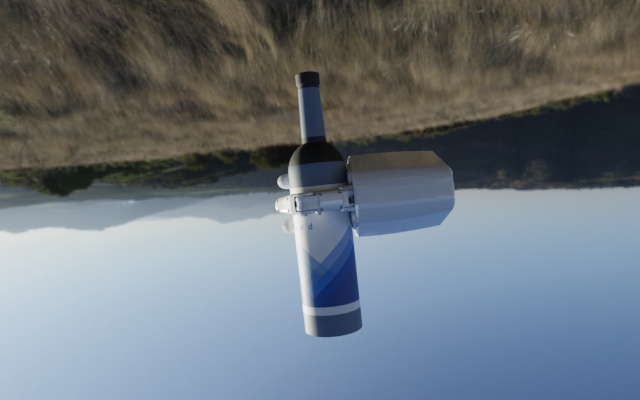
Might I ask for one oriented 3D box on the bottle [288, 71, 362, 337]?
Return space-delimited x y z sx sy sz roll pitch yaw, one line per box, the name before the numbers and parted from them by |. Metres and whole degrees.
bottle | 0.000 0.002 0.549 0.069 0.295 0.069 -6 1 0
